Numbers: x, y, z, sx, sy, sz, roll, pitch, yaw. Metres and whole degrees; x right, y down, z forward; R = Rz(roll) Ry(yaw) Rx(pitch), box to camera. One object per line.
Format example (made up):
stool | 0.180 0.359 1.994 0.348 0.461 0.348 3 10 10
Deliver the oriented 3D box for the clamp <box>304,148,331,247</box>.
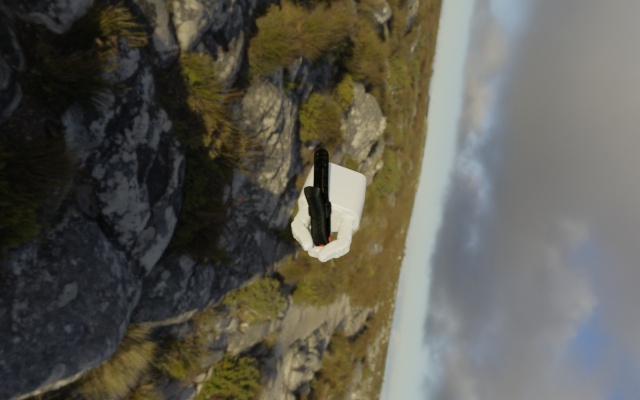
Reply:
clamp | 0.001 0.003 0.789 0.039 0.120 0.172 8 -43 11
